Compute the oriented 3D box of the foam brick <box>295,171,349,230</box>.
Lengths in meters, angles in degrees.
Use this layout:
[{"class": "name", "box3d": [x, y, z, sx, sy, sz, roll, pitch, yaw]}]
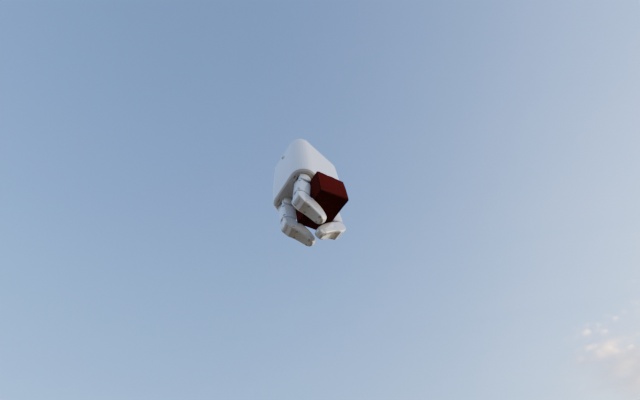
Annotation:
[{"class": "foam brick", "box3d": [0.000, 0.002, 0.765, 0.053, 0.078, 0.051, 22, 33, -23]}]
